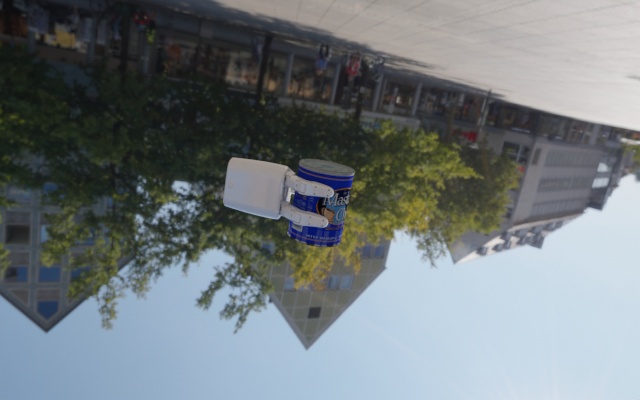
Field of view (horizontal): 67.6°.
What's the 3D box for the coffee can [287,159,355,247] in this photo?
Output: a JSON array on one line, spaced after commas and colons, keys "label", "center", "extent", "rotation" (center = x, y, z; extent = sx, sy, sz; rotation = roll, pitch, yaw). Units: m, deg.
[{"label": "coffee can", "center": [0.000, 0.003, 0.883], "extent": [0.103, 0.140, 0.102], "rotation": [10, 14, -3]}]
